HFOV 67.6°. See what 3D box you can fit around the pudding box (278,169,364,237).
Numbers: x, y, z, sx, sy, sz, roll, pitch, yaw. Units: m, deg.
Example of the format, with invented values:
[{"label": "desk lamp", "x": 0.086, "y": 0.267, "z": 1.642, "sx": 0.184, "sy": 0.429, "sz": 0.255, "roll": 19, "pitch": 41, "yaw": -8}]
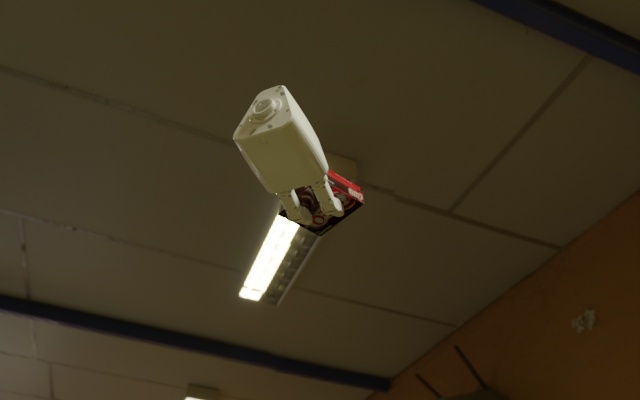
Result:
[{"label": "pudding box", "x": 0.000, "y": 0.002, "z": 0.765, "sx": 0.090, "sy": 0.039, "sz": 0.113, "roll": 29, "pitch": -46, "yaw": -26}]
